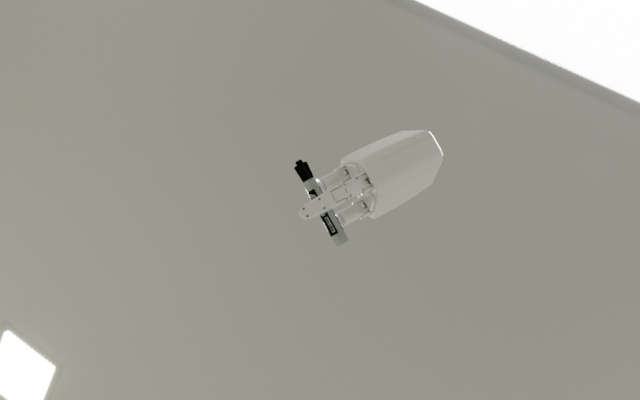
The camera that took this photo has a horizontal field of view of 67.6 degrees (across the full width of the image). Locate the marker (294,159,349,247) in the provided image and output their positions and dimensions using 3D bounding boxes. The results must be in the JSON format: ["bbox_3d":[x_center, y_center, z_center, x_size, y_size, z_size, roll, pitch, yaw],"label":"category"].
[{"bbox_3d":[0.000,0.002,0.612,0.020,0.121,0.020,-28,-3,-1],"label":"marker"}]
